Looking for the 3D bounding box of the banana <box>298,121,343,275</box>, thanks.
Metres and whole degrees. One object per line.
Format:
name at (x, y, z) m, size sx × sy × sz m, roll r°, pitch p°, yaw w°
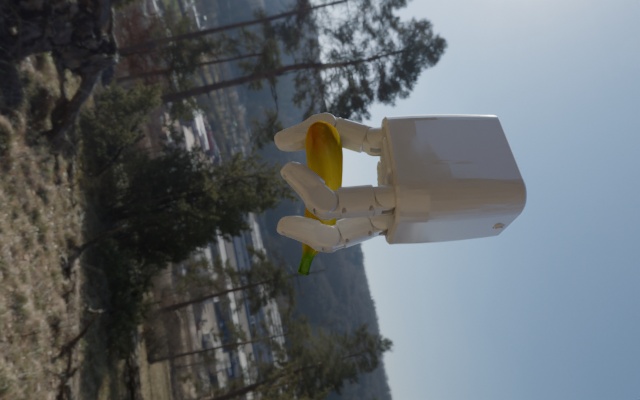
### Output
banana at (0.002, -0.009, 0.469) m, size 0.037 × 0.198 × 0.069 m, roll 7°, pitch 45°, yaw 3°
